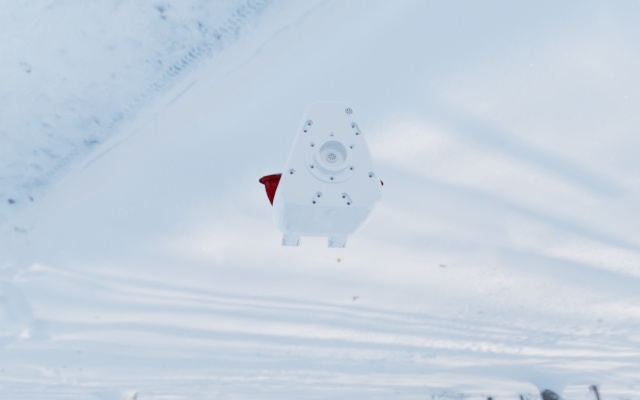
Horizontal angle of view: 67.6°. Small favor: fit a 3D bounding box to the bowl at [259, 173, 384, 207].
[{"bbox_3d":[0.000,0.003,0.619,0.162,0.055,0.162,1,-5,0],"label":"bowl"}]
